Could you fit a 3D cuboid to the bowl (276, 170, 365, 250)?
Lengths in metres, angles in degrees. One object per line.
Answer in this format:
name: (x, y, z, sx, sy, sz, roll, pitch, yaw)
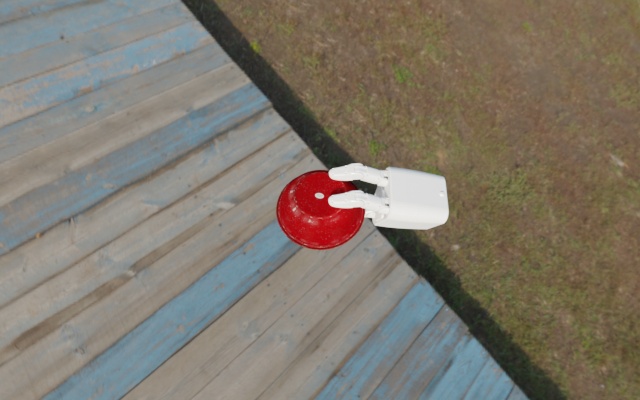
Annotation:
bowl: (-0.001, 0.003, 0.840, 0.162, 0.162, 0.055, 0, -29, 1)
